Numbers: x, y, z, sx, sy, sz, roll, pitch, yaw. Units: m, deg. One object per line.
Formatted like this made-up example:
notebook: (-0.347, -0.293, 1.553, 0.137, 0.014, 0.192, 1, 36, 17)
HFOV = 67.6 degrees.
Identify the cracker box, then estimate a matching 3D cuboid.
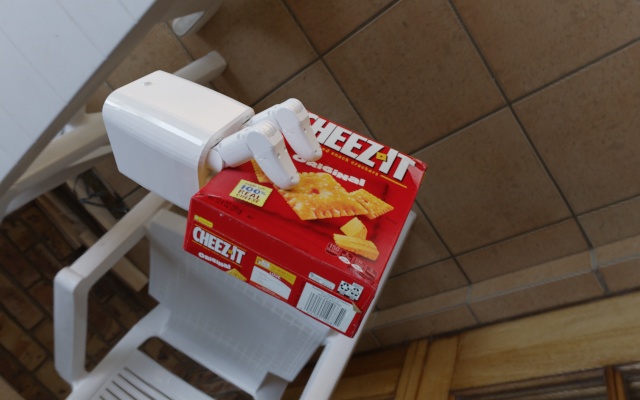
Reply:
cracker box: (0.000, 0.002, 0.459, 0.164, 0.072, 0.213, 26, 38, 8)
